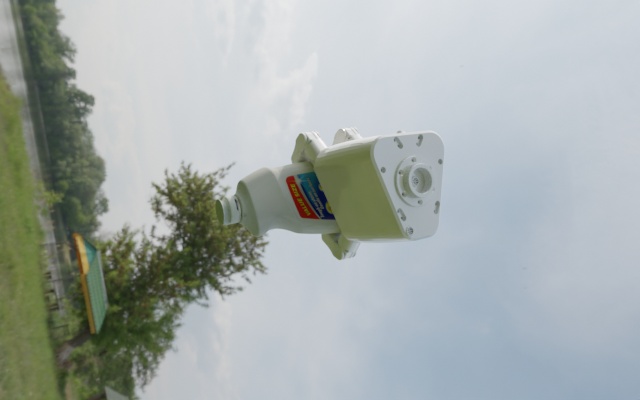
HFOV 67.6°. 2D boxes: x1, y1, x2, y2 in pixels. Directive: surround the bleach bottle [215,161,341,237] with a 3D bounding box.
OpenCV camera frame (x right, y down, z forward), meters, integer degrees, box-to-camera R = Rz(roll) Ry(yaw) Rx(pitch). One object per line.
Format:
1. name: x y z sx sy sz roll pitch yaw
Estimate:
1. bleach bottle: 0.000 0.002 0.577 0.251 0.102 0.068 -10 3 -29
